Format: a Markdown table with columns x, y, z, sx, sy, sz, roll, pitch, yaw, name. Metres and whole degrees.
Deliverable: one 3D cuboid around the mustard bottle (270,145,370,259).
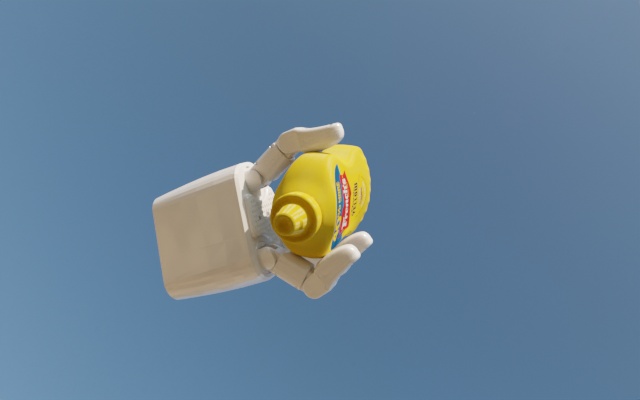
| x | y | z | sx | sy | sz | roll | pitch | yaw | name |
| --- | --- | --- | --- | --- | --- | --- | --- | --- | --- |
| 0.000 | 0.001 | 0.448 | 0.058 | 0.096 | 0.191 | 8 | 12 | 16 | mustard bottle |
